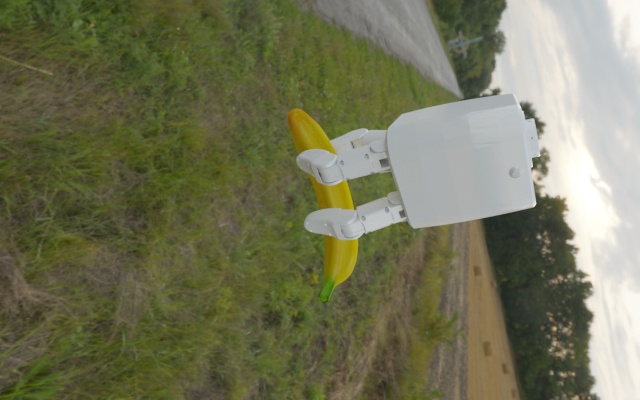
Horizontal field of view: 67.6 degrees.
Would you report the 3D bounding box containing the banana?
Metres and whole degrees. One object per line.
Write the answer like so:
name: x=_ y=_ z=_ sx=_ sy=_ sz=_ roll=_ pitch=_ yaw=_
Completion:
banana: x=0.008 y=0.001 z=0.497 sx=0.037 sy=0.198 sz=0.069 roll=-8 pitch=8 yaw=25
